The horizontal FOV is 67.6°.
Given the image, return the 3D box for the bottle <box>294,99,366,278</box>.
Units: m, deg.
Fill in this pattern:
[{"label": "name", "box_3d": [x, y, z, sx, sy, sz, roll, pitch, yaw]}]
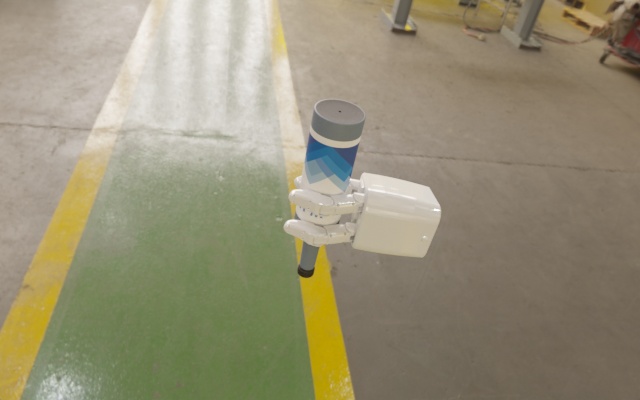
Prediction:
[{"label": "bottle", "box_3d": [0.000, 0.002, 0.688, 0.069, 0.296, 0.069, 8, 38, -6]}]
